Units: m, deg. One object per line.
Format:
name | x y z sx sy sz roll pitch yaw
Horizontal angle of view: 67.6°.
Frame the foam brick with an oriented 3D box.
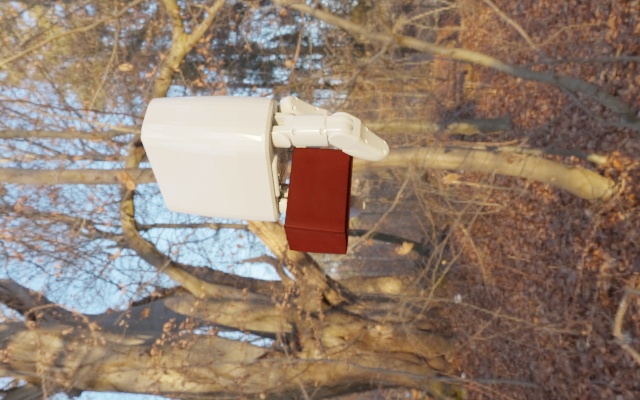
foam brick | 0.000 0.002 0.408 0.051 0.078 0.053 3 -27 3
